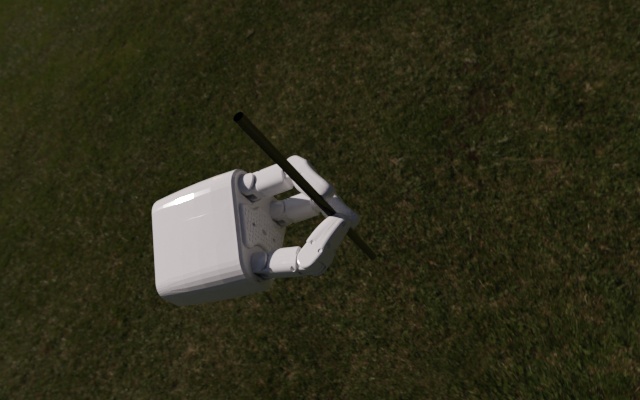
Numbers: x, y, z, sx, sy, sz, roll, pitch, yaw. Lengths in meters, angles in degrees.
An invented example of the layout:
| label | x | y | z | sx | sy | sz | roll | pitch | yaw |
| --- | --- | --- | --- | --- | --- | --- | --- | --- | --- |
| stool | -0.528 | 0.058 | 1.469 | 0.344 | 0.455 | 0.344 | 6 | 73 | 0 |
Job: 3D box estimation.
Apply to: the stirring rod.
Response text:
| label | x | y | z | sx | sy | sz | roll | pitch | yaw |
| --- | --- | --- | --- | --- | --- | --- | --- | --- | --- |
| stirring rod | 0.000 | 0.001 | 0.407 | 0.011 | 0.011 | 0.240 | 0 | -28 | 31 |
